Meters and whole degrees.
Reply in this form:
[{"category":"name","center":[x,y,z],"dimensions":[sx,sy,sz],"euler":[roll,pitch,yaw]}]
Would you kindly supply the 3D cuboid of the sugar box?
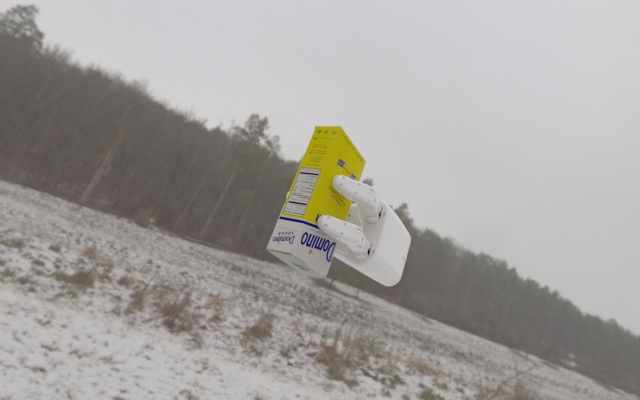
[{"category":"sugar box","center":[0.001,0.002,0.611],"dimensions":[0.048,0.176,0.093],"euler":[5,-23,32]}]
